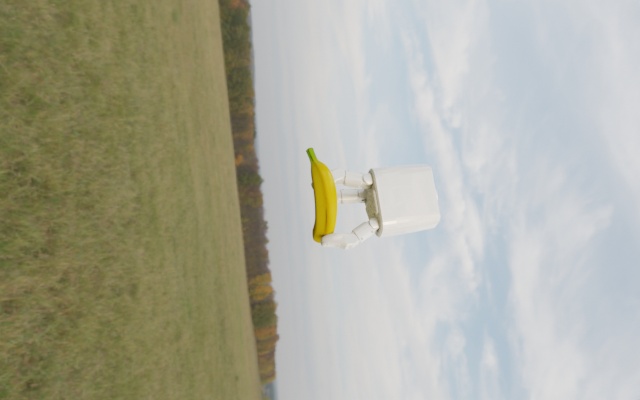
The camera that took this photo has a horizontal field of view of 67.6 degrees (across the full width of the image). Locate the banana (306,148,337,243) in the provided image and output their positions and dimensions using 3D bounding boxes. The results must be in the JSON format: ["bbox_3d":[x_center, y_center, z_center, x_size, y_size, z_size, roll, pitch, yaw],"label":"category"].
[{"bbox_3d":[0.005,0.011,0.778,0.037,0.198,0.069,-10,40,-10],"label":"banana"}]
